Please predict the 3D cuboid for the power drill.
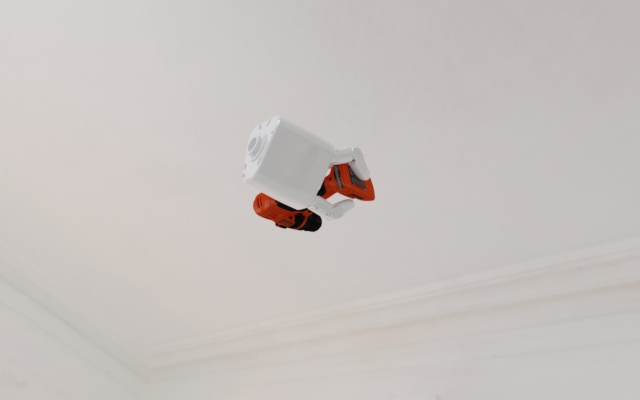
[{"bbox_3d":[0.000,0.003,0.861,0.188,0.057,0.184,-25,-25,27],"label":"power drill"}]
